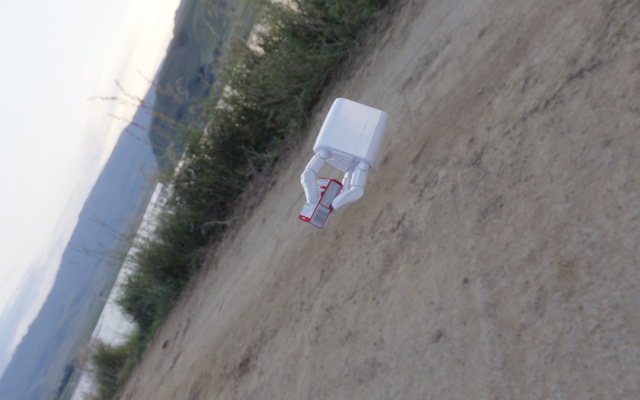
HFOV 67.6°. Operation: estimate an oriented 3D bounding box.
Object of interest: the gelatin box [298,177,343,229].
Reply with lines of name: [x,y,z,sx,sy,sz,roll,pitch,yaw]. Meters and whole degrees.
gelatin box: [0.000,0.003,0.863,0.030,0.089,0.073,29,-5,-18]
